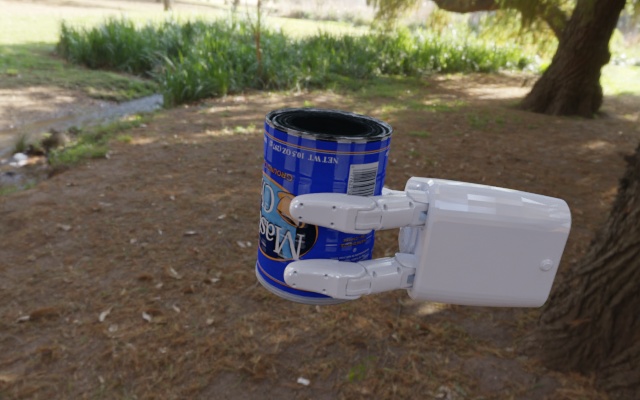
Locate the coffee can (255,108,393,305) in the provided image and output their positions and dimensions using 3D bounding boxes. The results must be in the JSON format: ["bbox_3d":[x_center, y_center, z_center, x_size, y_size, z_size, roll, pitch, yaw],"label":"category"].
[{"bbox_3d":[0.000,0.001,0.405,0.103,0.140,0.102,5,22,-2],"label":"coffee can"}]
